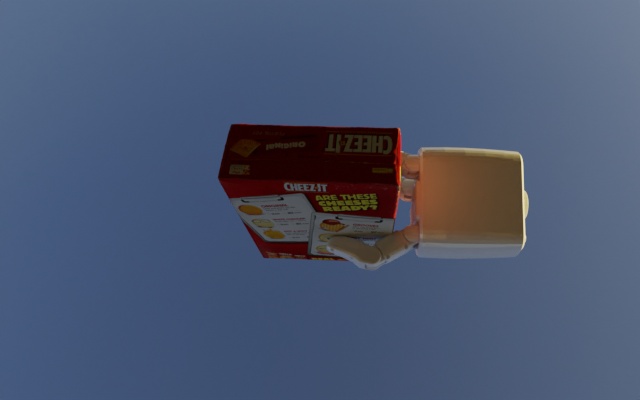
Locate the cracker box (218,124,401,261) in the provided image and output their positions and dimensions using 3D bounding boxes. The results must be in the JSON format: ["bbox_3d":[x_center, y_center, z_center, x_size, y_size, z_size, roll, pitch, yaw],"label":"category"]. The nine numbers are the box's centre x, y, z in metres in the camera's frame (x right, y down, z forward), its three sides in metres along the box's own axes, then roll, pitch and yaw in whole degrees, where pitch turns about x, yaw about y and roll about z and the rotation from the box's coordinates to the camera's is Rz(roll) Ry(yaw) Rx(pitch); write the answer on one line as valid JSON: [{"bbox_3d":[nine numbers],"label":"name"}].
[{"bbox_3d":[0.000,0.002,0.524,0.164,0.072,0.214,2,-26,6],"label":"cracker box"}]
